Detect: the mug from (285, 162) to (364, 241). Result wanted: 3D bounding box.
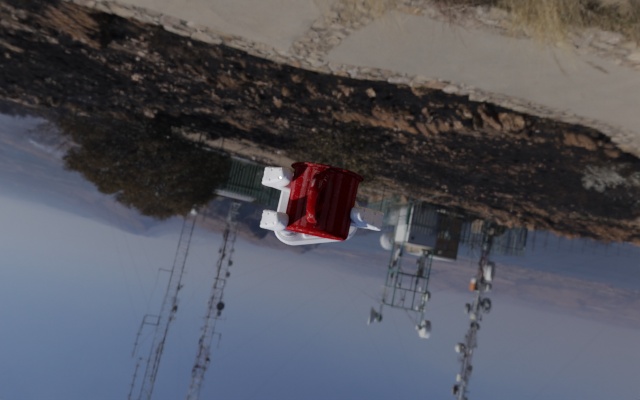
[{"bbox_3d":[0.000,0.002,0.580,0.093,0.081,0.117,11,-7,5],"label":"mug"}]
